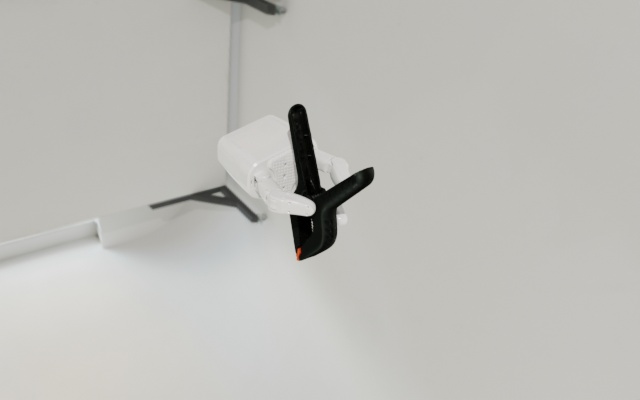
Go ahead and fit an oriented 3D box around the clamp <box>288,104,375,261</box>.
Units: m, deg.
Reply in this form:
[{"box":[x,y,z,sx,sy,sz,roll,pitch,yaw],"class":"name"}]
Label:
[{"box":[-0.001,0.003,0.611,0.036,0.210,0.164,-14,37,-30],"class":"clamp"}]
